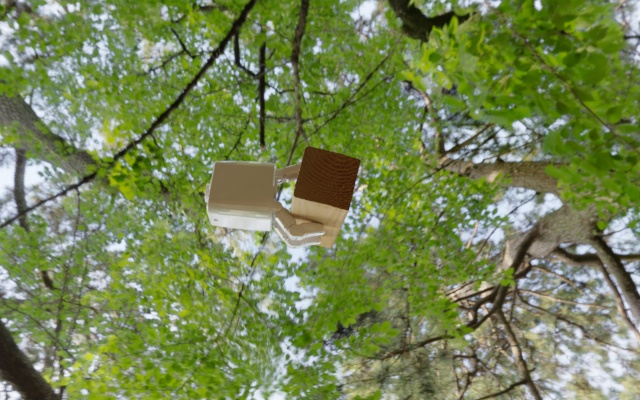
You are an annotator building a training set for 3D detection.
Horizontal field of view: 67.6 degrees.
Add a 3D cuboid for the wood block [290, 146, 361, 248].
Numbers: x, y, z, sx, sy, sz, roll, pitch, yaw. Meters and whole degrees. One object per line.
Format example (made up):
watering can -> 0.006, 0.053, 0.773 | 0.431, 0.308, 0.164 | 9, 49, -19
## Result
wood block -> 0.000, 0.002, 0.812 | 0.090, 0.090, 0.206 | 14, -22, -1
